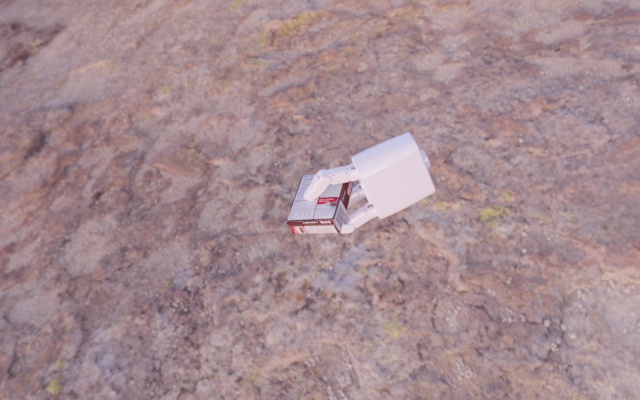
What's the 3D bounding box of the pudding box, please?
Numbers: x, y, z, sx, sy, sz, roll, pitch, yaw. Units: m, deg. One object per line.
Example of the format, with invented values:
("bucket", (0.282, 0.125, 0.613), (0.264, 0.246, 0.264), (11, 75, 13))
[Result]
("pudding box", (0.000, 0.003, 0.818), (0.090, 0.113, 0.039), (-4, -43, 26))
